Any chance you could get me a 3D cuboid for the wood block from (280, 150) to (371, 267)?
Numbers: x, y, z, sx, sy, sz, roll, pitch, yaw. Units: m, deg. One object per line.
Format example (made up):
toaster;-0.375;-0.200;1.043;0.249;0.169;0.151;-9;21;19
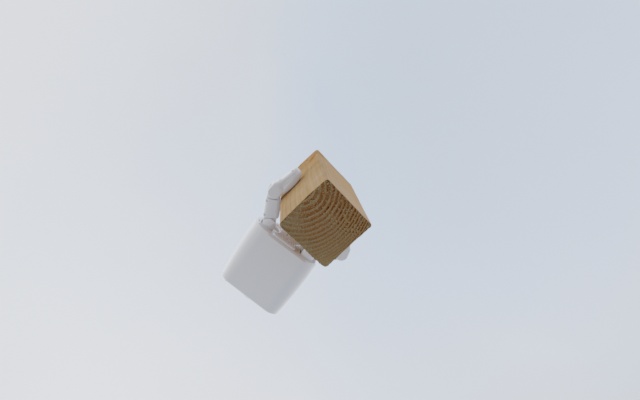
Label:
wood block;0.000;0.002;0.719;0.090;0.091;0.206;-43;15;8
